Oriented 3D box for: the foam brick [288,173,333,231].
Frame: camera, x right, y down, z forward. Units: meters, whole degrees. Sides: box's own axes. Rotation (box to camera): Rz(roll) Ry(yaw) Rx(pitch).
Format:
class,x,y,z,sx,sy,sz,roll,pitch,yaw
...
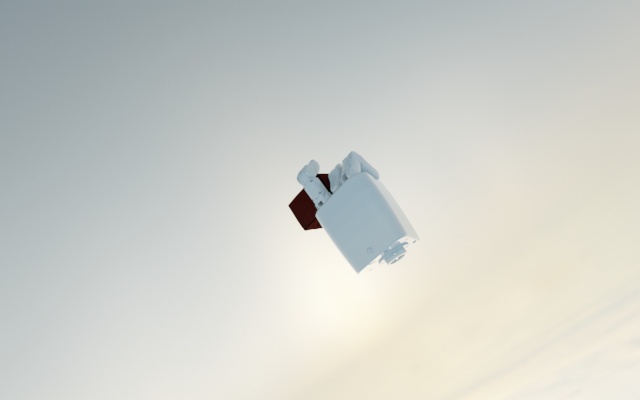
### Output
class,x,y,z,sx,sy,sz,roll,pitch,yaw
foam brick,0.000,0.002,0.723,0.053,0.051,0.078,-5,-35,-53
